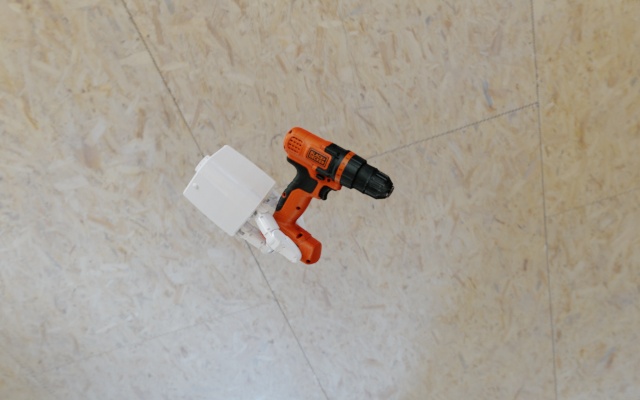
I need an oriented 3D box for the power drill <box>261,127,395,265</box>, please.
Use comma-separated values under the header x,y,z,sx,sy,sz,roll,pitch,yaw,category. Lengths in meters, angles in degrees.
x,y,z,sx,sy,sz,roll,pitch,yaw,category
0.000,0.003,0.742,0.184,0.188,0.057,31,18,16,power drill
